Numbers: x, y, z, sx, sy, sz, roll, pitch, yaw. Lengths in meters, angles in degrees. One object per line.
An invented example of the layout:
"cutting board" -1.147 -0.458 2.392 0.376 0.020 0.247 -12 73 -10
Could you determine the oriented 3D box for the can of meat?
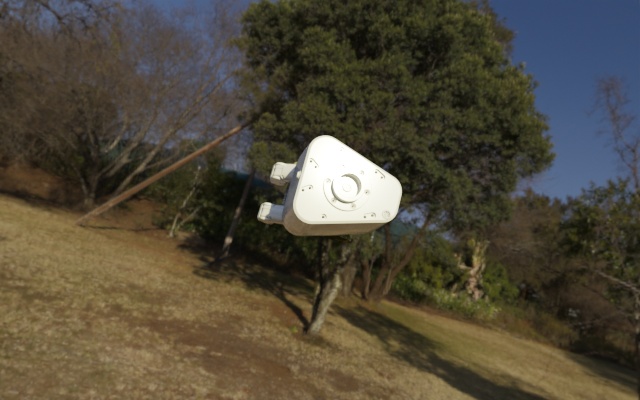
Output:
"can of meat" 0.000 0.002 0.633 0.102 0.084 0.057 16 -10 -2
